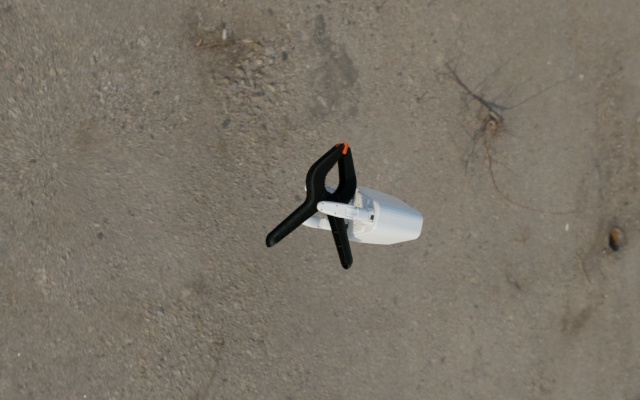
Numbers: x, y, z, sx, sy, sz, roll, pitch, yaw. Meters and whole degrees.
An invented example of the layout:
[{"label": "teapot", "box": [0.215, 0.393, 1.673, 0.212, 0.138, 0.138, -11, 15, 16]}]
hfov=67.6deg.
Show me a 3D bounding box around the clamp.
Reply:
[{"label": "clamp", "box": [0.001, 0.002, 0.789, 0.164, 0.210, 0.036, 12, -2, -30]}]
